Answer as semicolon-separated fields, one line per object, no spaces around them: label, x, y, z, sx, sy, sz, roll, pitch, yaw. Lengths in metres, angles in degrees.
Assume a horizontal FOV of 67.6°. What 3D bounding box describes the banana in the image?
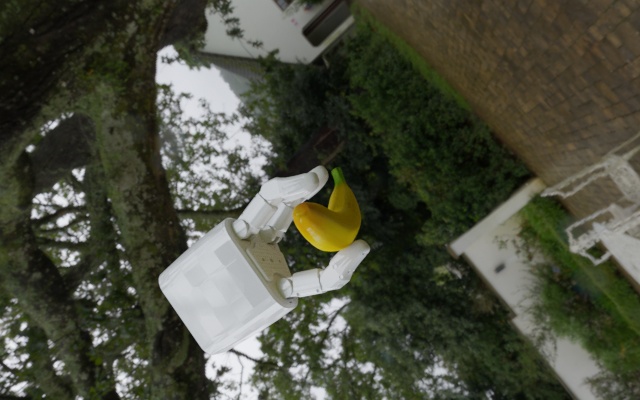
banana;0.011;0.016;0.472;0.037;0.069;0.197;-33;5;14
